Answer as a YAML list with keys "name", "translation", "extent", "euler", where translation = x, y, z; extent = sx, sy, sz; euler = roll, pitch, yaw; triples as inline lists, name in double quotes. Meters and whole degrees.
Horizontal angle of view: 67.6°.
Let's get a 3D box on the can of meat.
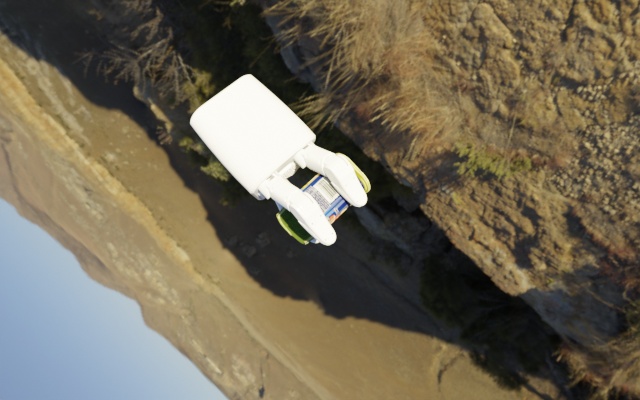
- name: "can of meat"
  translation: [0.000, 0.002, 0.562]
  extent: [0.084, 0.057, 0.102]
  euler: [-42, -1, -21]
